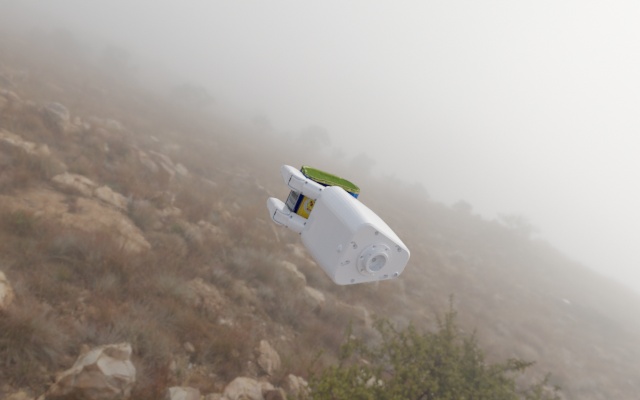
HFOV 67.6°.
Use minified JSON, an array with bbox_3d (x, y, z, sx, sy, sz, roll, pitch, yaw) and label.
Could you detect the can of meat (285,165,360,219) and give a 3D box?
[{"bbox_3d":[0.000,0.002,0.727,0.102,0.084,0.057,16,18,-27],"label":"can of meat"}]
